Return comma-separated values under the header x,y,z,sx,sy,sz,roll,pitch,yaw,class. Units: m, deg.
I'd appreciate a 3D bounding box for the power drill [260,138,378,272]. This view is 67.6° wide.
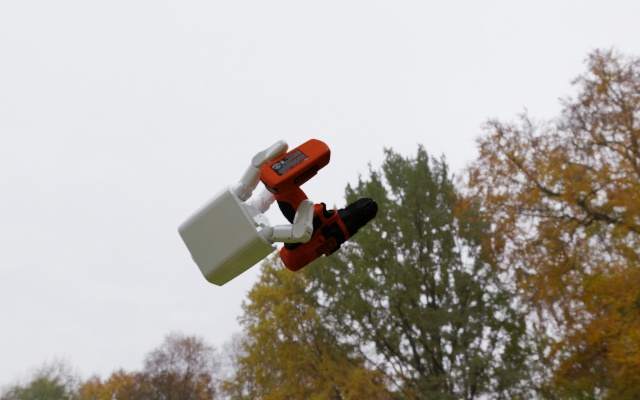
x,y,z,sx,sy,sz,roll,pitch,yaw,class
0.000,0.002,0.731,0.184,0.188,0.057,-33,40,-17,power drill
